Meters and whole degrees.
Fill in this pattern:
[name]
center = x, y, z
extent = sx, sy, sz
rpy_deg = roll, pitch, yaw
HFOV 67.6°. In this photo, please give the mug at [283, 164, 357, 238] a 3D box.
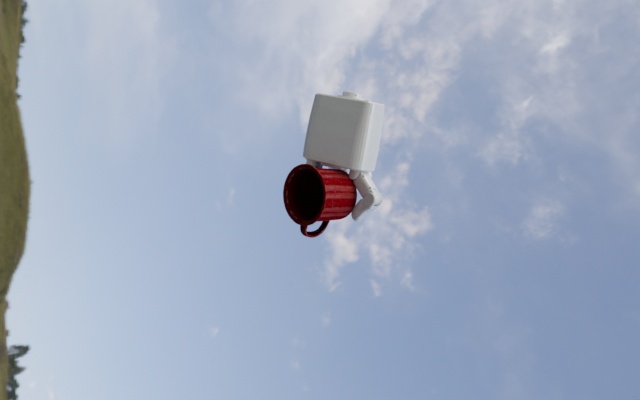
[mug]
center = 0.000, 0.004, 0.743
extent = 0.081, 0.117, 0.093
rpy_deg = -2, 18, -46
